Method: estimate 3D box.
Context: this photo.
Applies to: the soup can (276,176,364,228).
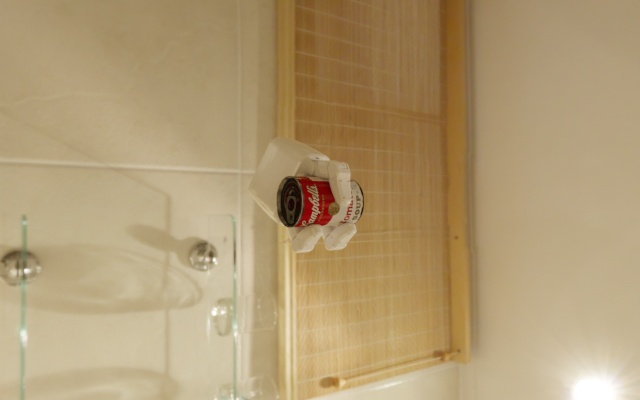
[{"bbox_3d":[0.001,0.002,0.652,0.102,0.068,0.068,0,0,-34],"label":"soup can"}]
